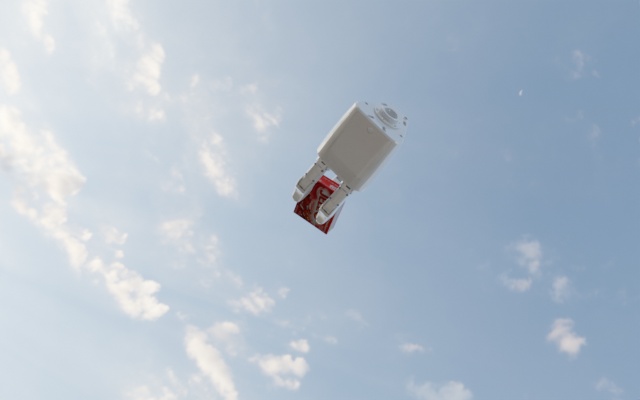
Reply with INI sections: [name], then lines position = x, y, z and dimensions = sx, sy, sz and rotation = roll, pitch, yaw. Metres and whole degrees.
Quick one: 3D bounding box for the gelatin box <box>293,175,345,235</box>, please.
[gelatin box]
position = 0.000, 0.003, 0.812
dimensions = 0.073, 0.089, 0.030
rotation = 33, 38, 15
